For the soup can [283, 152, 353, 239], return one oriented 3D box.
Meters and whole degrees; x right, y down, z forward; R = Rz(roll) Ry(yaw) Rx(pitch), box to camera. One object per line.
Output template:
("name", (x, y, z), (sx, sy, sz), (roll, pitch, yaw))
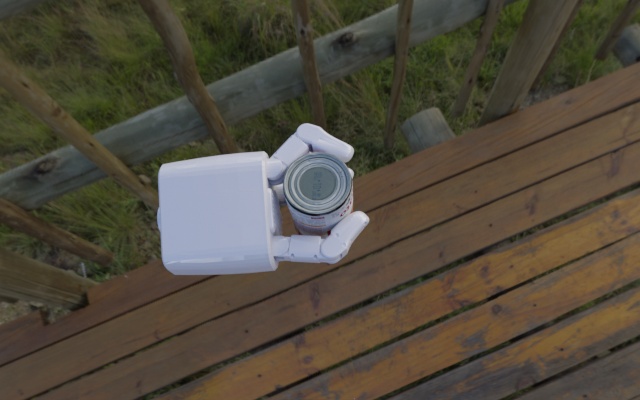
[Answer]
("soup can", (0.001, 0.002, 0.492), (0.068, 0.068, 0.102), (0, -22, 4))
